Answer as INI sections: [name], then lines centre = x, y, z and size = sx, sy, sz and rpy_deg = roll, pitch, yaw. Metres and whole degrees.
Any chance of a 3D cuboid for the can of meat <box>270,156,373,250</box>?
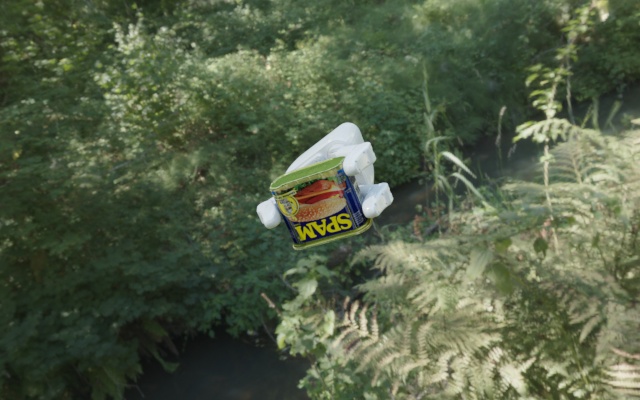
[can of meat]
centre = 0.000, 0.002, 0.568
size = 0.102, 0.084, 0.057
rpy_deg = -17, 18, 20
